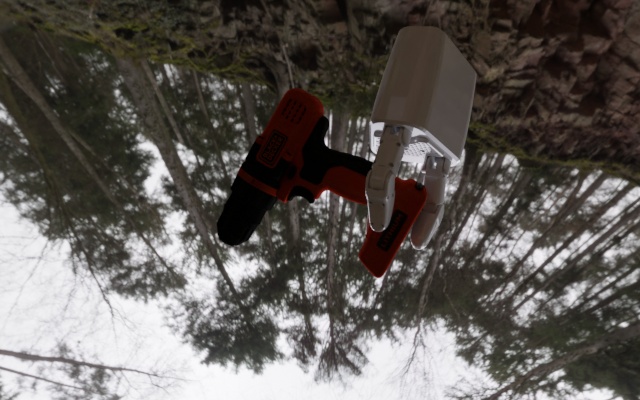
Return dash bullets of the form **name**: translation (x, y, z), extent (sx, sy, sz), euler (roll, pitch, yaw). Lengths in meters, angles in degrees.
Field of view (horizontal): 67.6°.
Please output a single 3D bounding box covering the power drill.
- **power drill**: translation (0.001, 0.002, 0.499), extent (0.187, 0.184, 0.057), euler (31, 9, 6)
